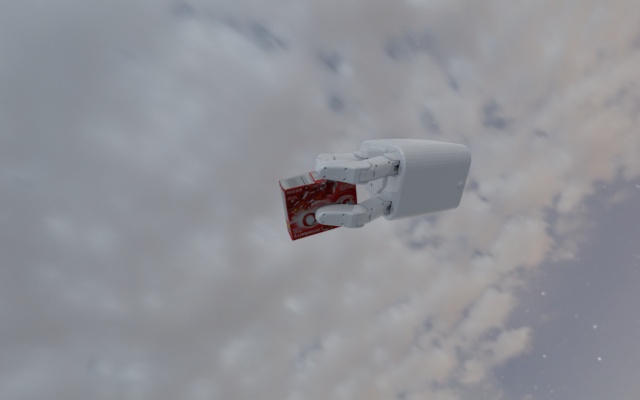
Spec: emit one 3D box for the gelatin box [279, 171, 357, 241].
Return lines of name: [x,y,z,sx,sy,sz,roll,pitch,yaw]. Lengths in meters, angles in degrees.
gelatin box: [0.000,0.002,0.574,0.089,0.073,0.030,-15,34,-12]
